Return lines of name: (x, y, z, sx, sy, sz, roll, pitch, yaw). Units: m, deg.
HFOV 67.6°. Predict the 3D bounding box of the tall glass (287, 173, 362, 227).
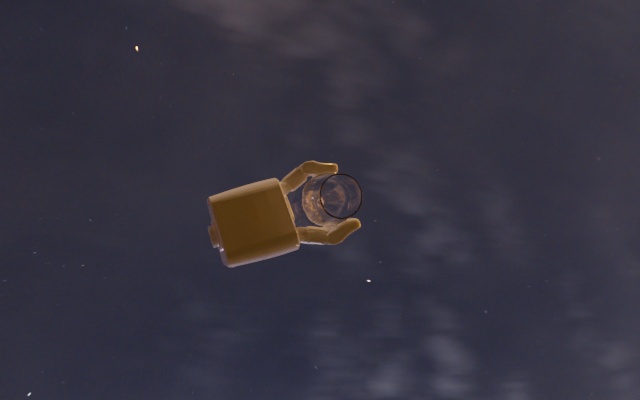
tall glass: (0.000, 0.002, 0.734, 0.079, 0.079, 0.201, 0, -5, -17)
